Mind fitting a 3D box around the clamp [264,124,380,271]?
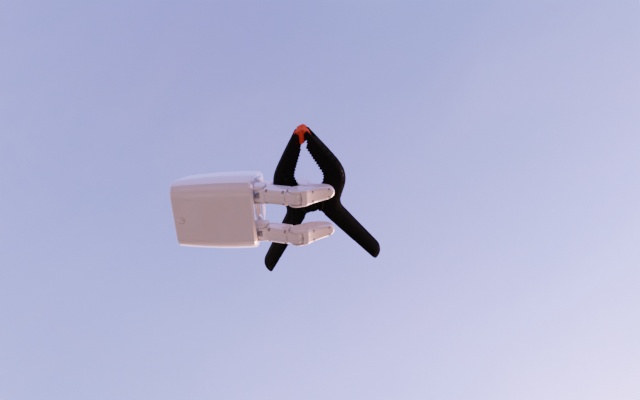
[{"bbox_3d":[0.000,0.001,0.642,0.164,0.210,0.036,-2,25,-1],"label":"clamp"}]
